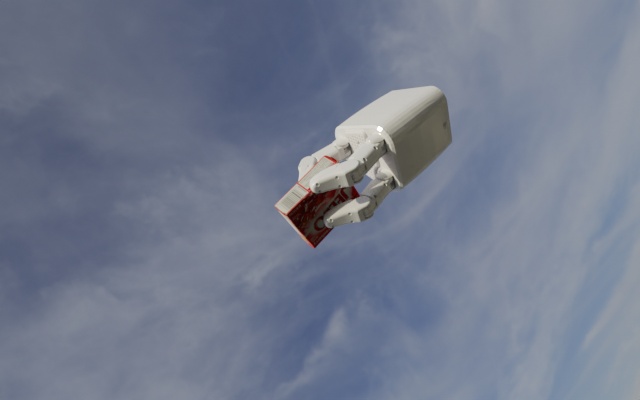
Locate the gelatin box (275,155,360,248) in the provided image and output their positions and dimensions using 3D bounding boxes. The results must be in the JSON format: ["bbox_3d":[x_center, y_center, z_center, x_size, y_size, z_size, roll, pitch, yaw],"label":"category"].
[{"bbox_3d":[0.000,0.002,0.571,0.030,0.089,0.073,35,-13,45],"label":"gelatin box"}]
